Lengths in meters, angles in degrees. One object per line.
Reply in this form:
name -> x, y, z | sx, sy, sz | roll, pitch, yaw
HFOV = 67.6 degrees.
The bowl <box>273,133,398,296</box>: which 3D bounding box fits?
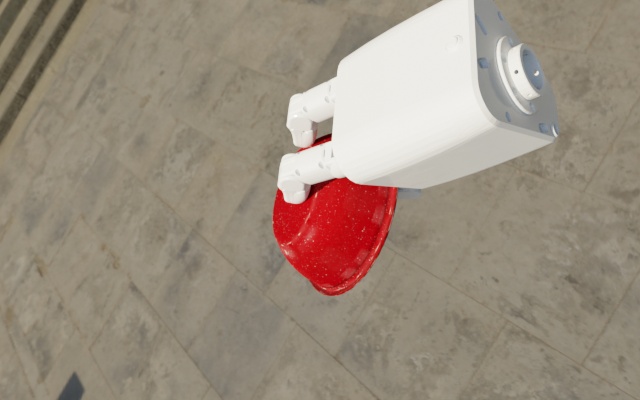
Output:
bowl -> -0.001, 0.002, 0.433 | 0.055, 0.162, 0.162 | 16, -7, -25
